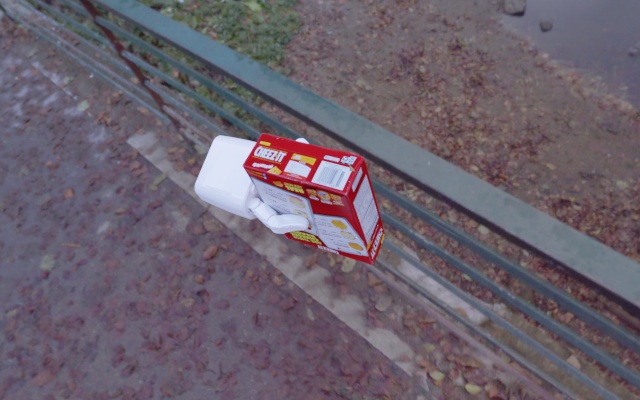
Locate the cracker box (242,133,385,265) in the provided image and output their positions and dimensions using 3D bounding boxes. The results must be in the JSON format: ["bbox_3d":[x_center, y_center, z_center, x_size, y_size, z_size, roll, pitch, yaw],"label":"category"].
[{"bbox_3d":[0.000,0.002,0.718,0.164,0.072,0.214,15,-26,25],"label":"cracker box"}]
